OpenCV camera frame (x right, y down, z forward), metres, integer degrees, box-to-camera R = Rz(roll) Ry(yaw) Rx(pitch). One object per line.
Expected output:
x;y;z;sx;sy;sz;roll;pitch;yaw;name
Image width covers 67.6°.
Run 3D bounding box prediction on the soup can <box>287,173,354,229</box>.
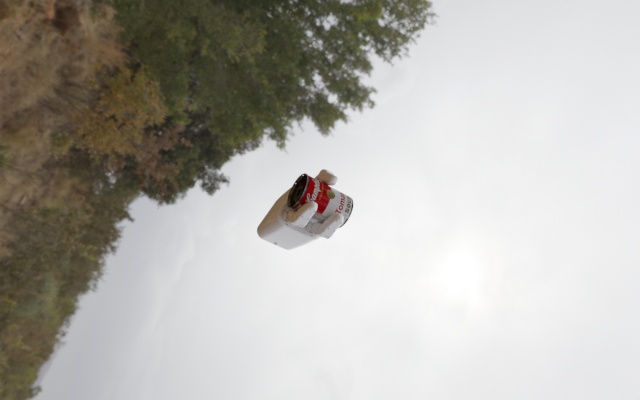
0.001;0.003;0.863;0.102;0.068;0.068;27;-11;-23;soup can
